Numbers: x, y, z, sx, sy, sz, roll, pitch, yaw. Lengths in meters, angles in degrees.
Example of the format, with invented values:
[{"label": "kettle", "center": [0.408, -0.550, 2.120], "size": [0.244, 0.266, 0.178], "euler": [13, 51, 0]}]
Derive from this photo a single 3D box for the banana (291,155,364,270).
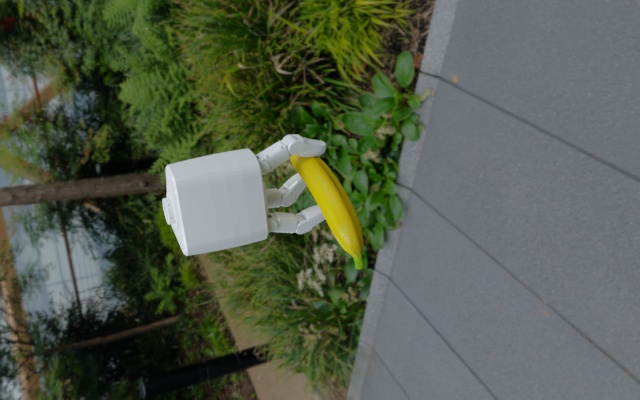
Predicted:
[{"label": "banana", "center": [0.006, -0.005, 0.618], "size": [0.037, 0.197, 0.070], "euler": [-16, -27, -24]}]
